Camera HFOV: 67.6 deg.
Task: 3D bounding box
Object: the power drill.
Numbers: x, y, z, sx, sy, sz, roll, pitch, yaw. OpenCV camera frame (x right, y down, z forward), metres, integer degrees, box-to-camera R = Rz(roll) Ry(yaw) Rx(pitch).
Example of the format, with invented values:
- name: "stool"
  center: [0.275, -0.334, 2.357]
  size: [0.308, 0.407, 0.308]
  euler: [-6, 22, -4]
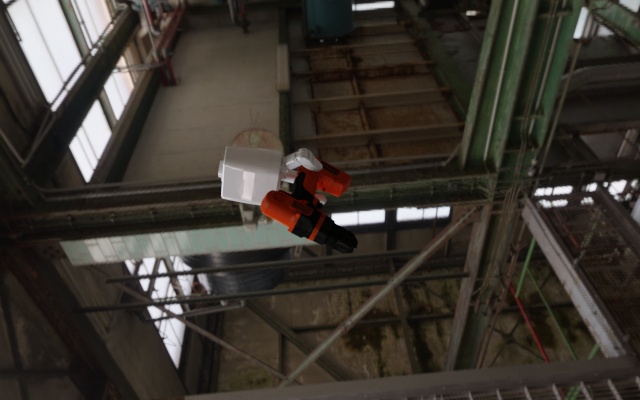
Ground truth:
- name: "power drill"
  center: [0.000, 0.003, 0.887]
  size: [0.184, 0.057, 0.187]
  euler: [29, 36, -2]
